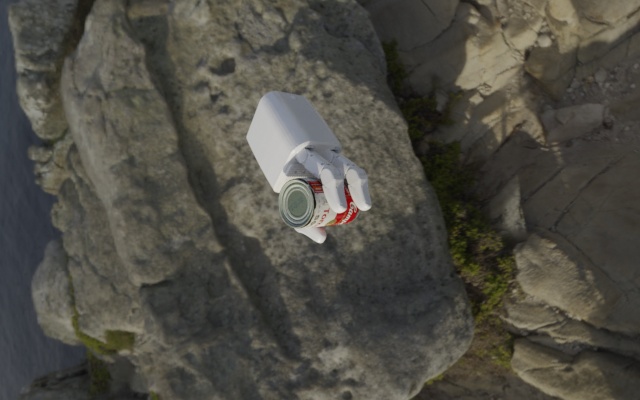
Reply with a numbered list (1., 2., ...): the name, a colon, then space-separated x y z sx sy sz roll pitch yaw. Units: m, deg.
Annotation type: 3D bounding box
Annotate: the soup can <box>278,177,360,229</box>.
1. soup can: 0.000 0.003 0.658 0.068 0.068 0.102 0 2 40
